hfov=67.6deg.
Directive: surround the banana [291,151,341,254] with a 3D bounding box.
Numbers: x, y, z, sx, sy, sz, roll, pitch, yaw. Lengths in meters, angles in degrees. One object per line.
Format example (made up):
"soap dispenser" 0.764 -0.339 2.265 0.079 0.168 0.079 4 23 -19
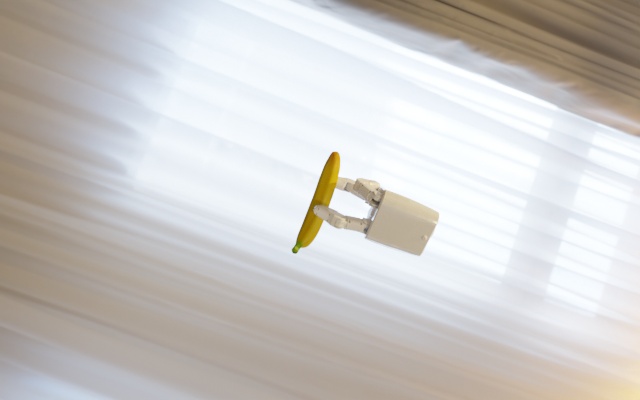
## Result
"banana" -0.001 0.006 0.879 0.037 0.198 0.069 21 -1 0
